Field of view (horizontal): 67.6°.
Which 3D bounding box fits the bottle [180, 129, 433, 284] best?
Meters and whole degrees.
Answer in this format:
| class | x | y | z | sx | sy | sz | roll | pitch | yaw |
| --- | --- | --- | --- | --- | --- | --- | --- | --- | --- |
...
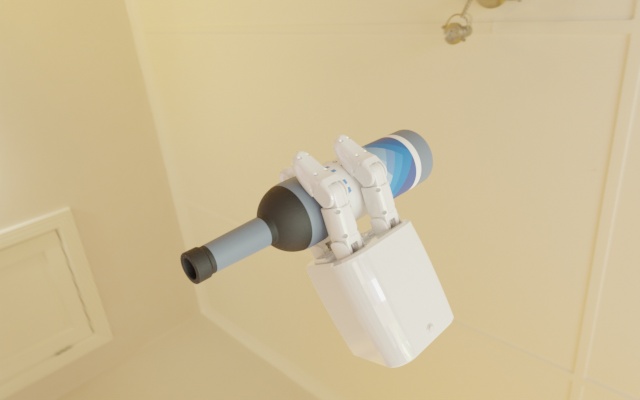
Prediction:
| class | x | y | z | sx | sy | sz | roll | pitch | yaw |
| --- | --- | --- | --- | --- | --- | --- | --- | --- | --- |
| bottle | 0.000 | 0.001 | 0.465 | 0.295 | 0.069 | 0.069 | -27 | 17 | -38 |
